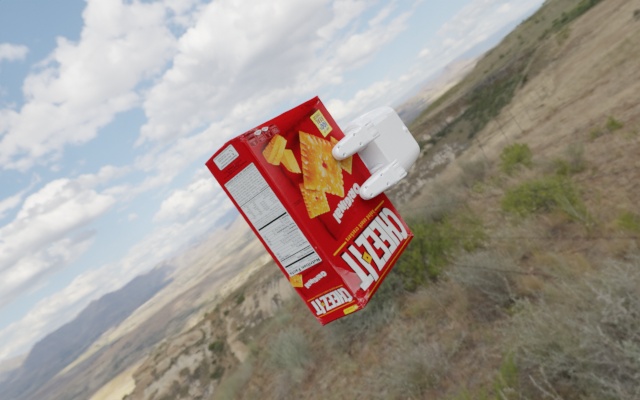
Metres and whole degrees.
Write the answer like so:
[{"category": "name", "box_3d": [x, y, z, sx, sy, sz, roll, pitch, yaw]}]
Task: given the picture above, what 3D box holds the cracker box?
[{"category": "cracker box", "box_3d": [0.000, 0.002, 0.540, 0.072, 0.214, 0.164, -33, 5, 38]}]
